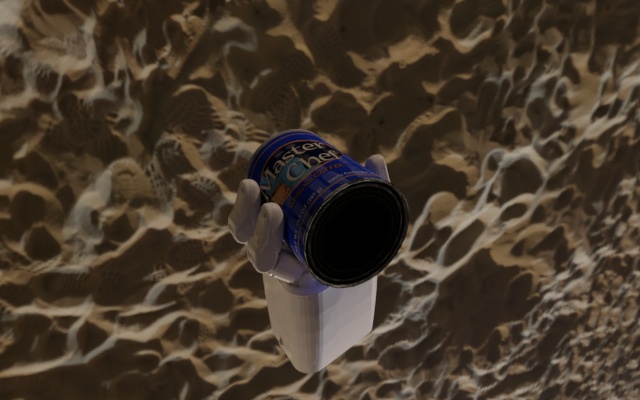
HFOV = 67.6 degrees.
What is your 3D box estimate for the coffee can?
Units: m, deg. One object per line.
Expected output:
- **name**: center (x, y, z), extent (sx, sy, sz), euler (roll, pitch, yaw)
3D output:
- **coffee can**: center (0.000, 0.001, 0.450), extent (0.103, 0.103, 0.140), euler (0, 23, -30)
